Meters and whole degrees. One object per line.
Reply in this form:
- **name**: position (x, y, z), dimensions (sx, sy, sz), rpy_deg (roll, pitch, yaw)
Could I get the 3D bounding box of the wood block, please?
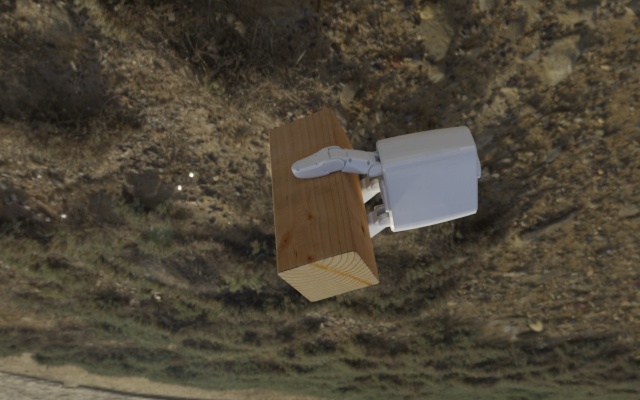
- **wood block**: position (0.000, 0.002, 0.580), dimensions (0.090, 0.206, 0.091), rpy_deg (-19, -37, 15)
